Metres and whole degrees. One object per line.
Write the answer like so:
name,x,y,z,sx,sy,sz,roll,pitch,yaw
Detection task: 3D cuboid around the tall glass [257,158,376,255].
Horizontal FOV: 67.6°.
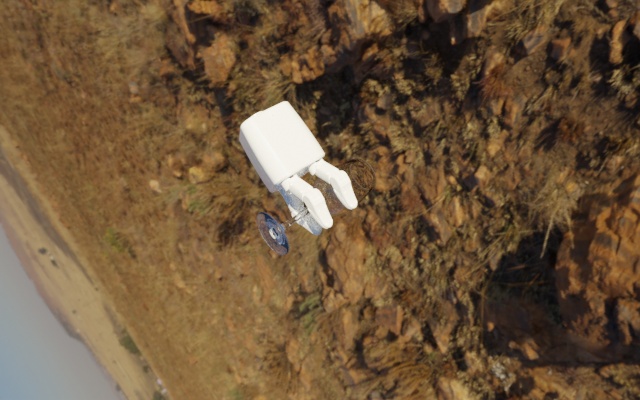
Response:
tall glass,0.000,0.003,0.757,0.201,0.079,0.079,-33,18,-30
